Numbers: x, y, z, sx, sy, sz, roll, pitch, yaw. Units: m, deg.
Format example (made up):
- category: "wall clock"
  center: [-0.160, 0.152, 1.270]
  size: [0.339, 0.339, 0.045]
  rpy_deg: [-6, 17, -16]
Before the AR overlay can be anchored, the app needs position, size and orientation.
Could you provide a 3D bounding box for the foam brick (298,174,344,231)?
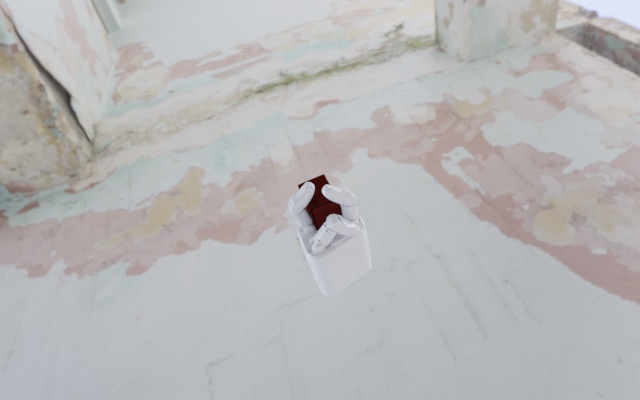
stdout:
- category: "foam brick"
  center: [0.000, 0.002, 0.819]
  size: [0.053, 0.051, 0.078]
  rpy_deg: [-21, 39, -5]
